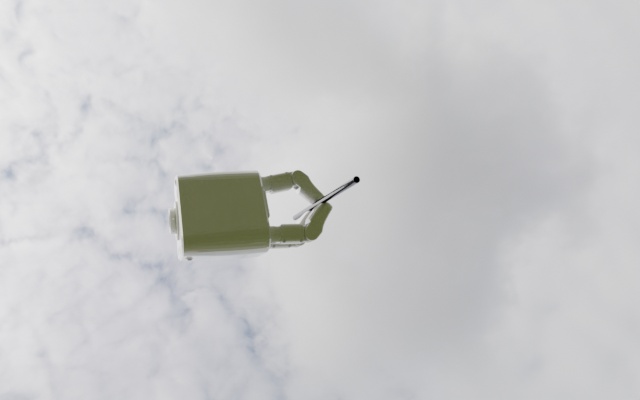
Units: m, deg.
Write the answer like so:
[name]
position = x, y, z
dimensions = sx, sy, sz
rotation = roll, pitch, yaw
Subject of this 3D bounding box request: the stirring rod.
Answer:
[stirring rod]
position = 0.000, 0.002, 0.634
dimensions = 0.011, 0.011, 0.239
rotation = 0, -12, -20
